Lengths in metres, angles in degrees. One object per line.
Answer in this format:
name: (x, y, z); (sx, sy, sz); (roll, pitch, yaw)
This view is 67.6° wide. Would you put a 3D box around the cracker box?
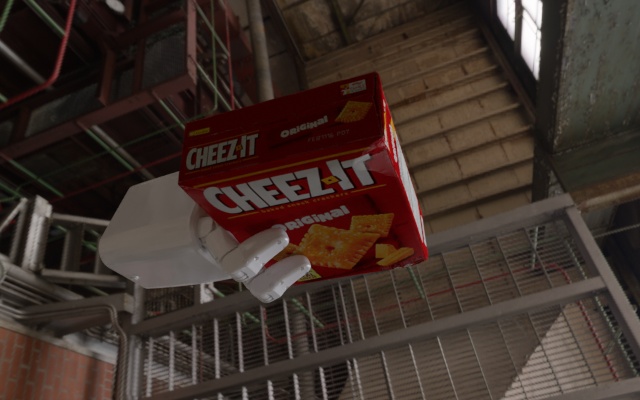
cracker box: (0.000, 0.001, 0.437); (0.164, 0.072, 0.214); (-12, -34, 15)
